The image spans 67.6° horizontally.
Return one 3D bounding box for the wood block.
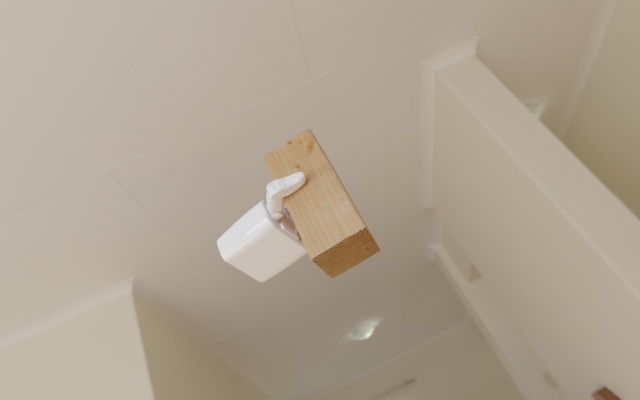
[{"bbox_3d":[0.000,0.002,0.741,0.090,0.206,0.091,-31,-33,5],"label":"wood block"}]
